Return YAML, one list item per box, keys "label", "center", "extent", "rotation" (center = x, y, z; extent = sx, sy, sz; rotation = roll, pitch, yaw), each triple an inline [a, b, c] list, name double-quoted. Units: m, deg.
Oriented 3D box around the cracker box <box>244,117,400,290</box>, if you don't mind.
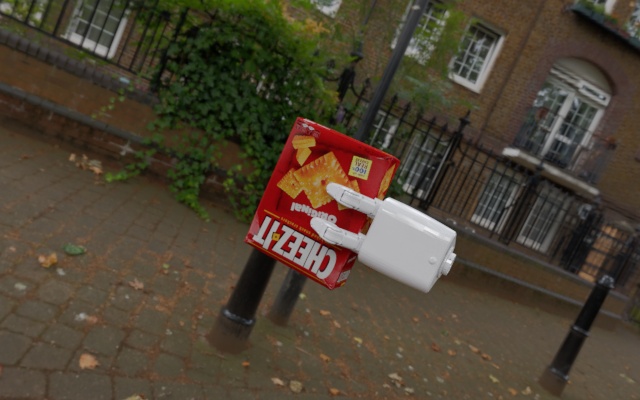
- label: "cracker box"
  center: [0.000, 0.002, 0.726]
  extent: [0.164, 0.214, 0.072]
  rotation: [26, 6, 18]
